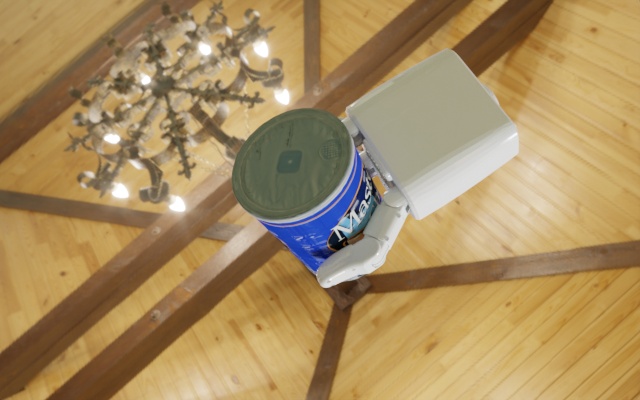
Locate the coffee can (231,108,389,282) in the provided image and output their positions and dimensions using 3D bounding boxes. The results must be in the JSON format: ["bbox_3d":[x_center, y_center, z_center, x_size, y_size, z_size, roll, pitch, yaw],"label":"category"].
[{"bbox_3d":[0.000,0.001,0.427,0.103,0.102,0.140,0,-28,23],"label":"coffee can"}]
